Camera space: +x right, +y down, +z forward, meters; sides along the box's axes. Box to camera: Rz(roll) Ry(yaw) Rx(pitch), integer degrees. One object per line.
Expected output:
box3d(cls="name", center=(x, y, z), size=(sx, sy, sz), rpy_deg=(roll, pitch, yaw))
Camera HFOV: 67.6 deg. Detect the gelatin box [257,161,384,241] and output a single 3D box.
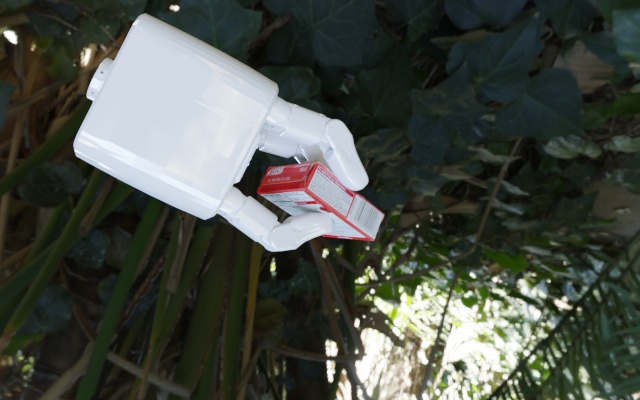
box3d(cls="gelatin box", center=(0.000, 0.002, 0.419), size=(0.089, 0.030, 0.073), rpy_deg=(36, -21, -30))
